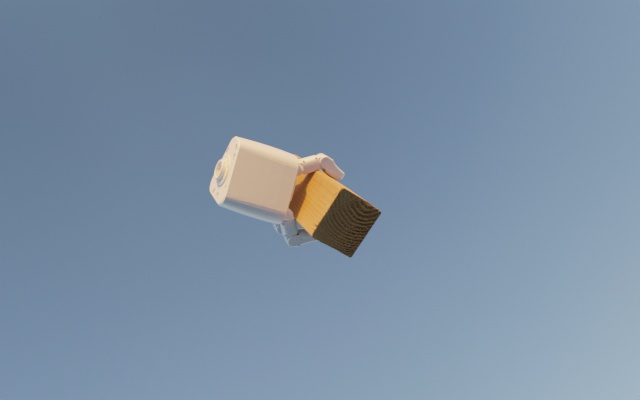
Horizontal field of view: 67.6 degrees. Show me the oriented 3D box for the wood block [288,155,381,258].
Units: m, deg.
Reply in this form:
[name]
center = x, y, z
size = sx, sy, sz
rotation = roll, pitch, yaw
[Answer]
[wood block]
center = 0.000, 0.002, 0.818
size = 0.090, 0.091, 0.206
rotation = 31, 5, -31
